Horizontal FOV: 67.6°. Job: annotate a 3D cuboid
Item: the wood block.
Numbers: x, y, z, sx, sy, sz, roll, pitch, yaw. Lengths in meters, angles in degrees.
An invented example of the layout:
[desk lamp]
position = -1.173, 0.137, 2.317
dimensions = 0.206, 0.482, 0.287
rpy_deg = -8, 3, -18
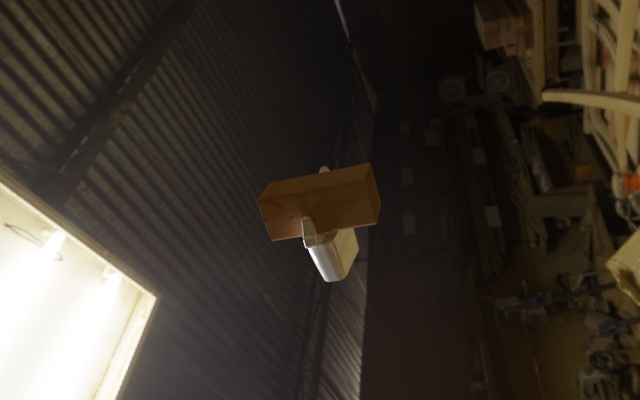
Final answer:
[wood block]
position = 0.000, 0.003, 0.896
dimensions = 0.206, 0.090, 0.090
rpy_deg = -11, 23, 16
